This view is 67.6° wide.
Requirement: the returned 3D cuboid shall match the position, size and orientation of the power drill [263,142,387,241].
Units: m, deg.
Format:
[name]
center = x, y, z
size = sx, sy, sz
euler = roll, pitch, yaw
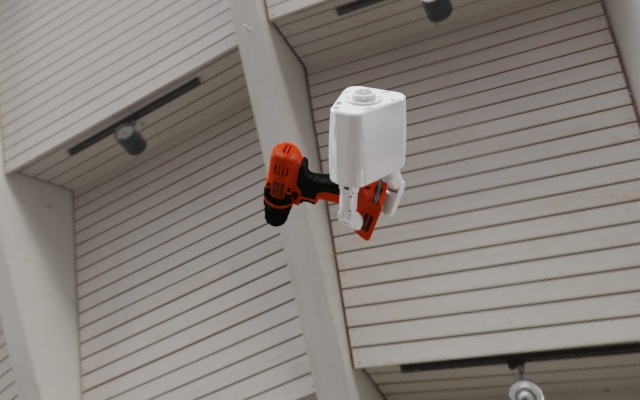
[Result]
[power drill]
center = 0.001, 0.002, 0.760
size = 0.187, 0.057, 0.185
euler = 16, -38, 1
